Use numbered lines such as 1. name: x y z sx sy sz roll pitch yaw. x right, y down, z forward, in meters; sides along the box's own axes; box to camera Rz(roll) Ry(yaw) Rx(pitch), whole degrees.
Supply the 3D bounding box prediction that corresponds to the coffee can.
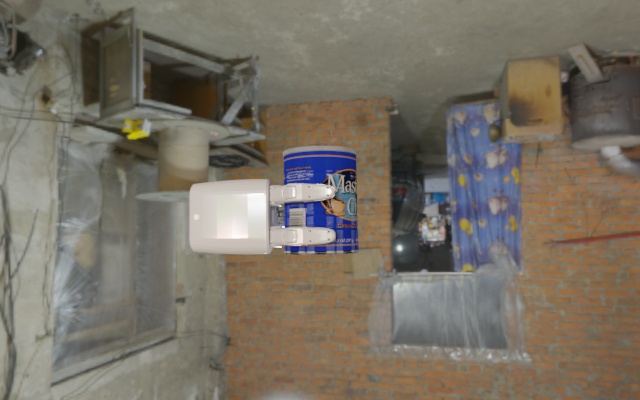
1. coffee can: 0.000 0.002 0.657 0.103 0.140 0.103 -1 -4 0
